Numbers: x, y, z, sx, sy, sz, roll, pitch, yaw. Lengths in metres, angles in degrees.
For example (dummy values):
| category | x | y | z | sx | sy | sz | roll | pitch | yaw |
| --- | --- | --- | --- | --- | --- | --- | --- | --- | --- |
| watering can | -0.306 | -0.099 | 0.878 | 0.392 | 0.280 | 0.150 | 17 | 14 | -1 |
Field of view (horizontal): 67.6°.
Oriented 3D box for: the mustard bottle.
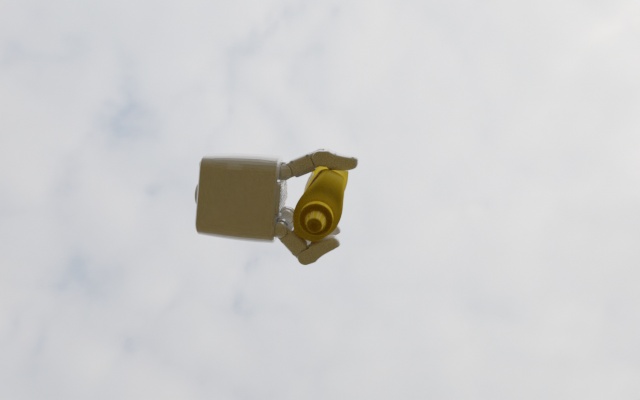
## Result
| category | x | y | z | sx | sy | sz | roll | pitch | yaw |
| --- | --- | --- | --- | --- | --- | --- | --- | --- | --- |
| mustard bottle | 0.000 | 0.002 | 0.635 | 0.058 | 0.096 | 0.191 | 28 | 16 | -3 |
